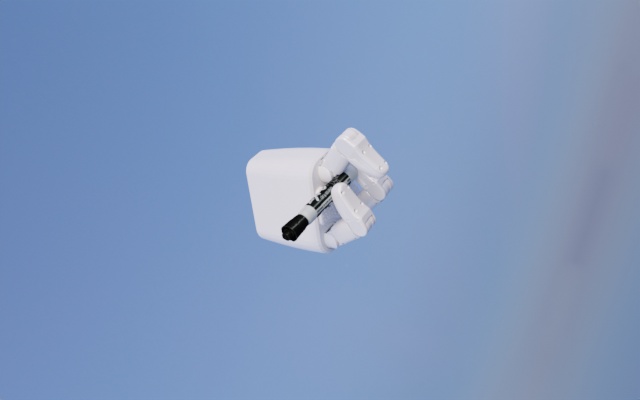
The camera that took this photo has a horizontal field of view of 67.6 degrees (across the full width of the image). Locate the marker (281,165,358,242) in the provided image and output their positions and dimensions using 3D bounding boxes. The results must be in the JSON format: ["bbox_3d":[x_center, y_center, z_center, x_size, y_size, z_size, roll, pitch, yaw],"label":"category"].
[{"bbox_3d":[0.000,0.002,0.488,0.020,0.020,0.121,0,34,42],"label":"marker"}]
